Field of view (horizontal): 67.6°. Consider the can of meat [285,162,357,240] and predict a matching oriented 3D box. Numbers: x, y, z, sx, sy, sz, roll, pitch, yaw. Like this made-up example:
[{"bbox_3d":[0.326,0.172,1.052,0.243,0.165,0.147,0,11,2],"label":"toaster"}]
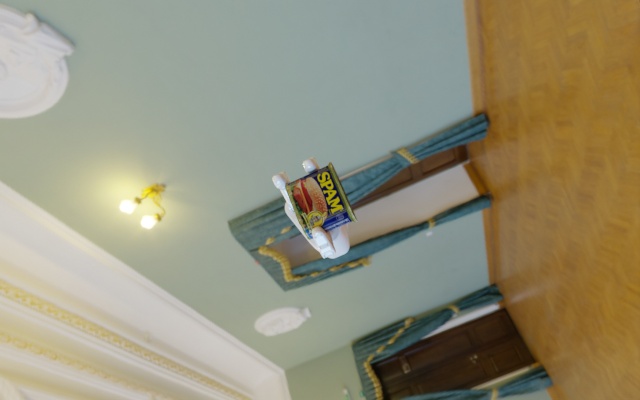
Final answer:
[{"bbox_3d":[0.000,0.003,0.766,0.084,0.102,0.057,-24,-17,6],"label":"can of meat"}]
